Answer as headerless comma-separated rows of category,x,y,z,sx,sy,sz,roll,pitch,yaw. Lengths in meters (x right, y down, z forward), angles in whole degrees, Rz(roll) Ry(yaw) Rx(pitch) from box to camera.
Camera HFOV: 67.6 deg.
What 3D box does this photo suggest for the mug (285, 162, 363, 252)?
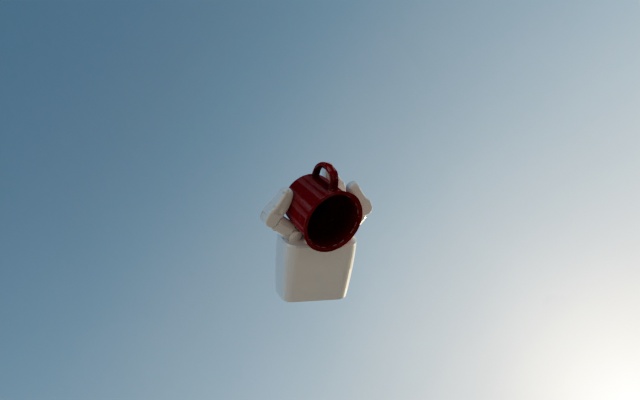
mug,0.000,0.001,0.669,0.093,0.117,0.081,-9,30,-28
